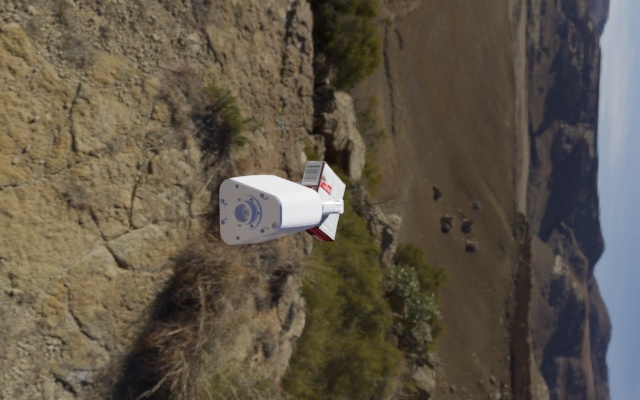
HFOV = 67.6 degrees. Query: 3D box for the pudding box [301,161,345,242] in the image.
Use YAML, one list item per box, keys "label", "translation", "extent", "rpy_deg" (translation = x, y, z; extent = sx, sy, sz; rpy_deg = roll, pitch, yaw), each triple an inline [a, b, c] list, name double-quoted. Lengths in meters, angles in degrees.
- label: "pudding box"
  translation: [0.000, 0.003, 0.803]
  extent: [0.039, 0.113, 0.090]
  rpy_deg: [2, -24, 29]
